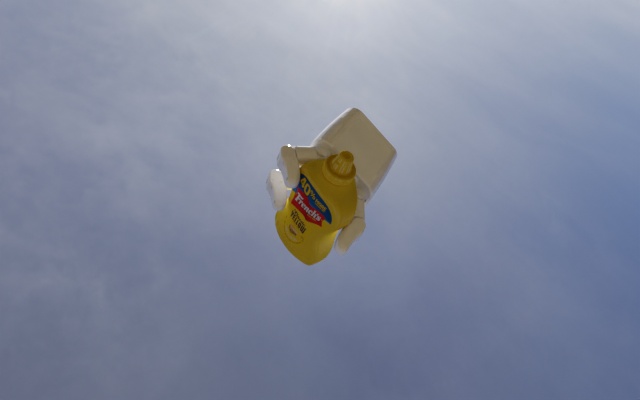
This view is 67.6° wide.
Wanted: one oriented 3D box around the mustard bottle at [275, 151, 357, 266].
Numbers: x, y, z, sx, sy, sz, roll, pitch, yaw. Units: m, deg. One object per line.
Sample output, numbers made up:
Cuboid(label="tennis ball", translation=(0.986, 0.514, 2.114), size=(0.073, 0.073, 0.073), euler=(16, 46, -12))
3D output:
Cuboid(label="mustard bottle", translation=(0.000, 0.002, 0.629), size=(0.058, 0.096, 0.192), euler=(-21, -24, -35))
